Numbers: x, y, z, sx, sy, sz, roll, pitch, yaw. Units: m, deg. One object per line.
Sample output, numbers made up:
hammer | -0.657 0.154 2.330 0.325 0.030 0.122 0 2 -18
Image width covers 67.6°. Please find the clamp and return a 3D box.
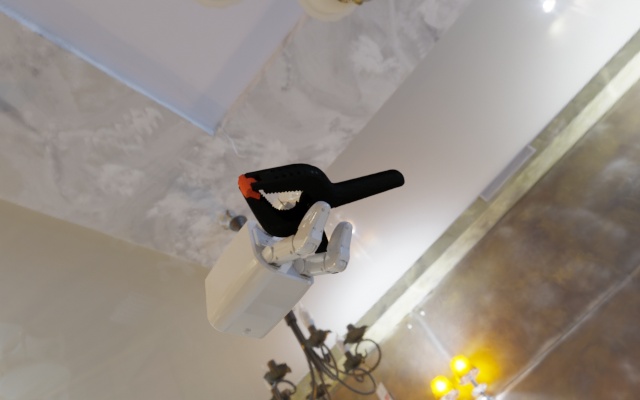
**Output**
clamp | -0.001 0.001 0.561 0.210 0.164 0.036 27 16 -43
